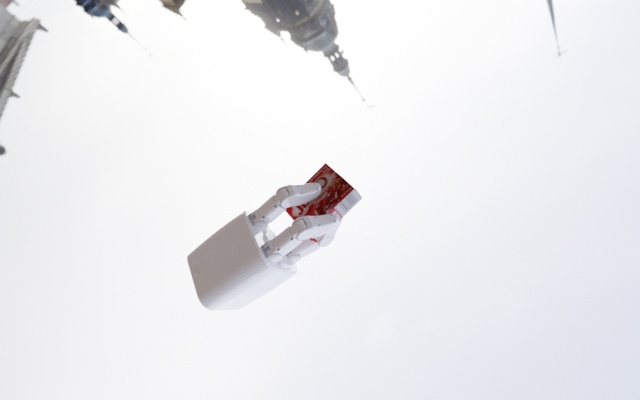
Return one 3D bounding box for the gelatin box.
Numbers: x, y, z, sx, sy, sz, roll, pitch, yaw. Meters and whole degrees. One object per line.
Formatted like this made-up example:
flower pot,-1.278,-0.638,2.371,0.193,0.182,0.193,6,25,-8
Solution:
gelatin box,0.001,0.002,0.646,0.073,0.089,0.030,45,-1,44
